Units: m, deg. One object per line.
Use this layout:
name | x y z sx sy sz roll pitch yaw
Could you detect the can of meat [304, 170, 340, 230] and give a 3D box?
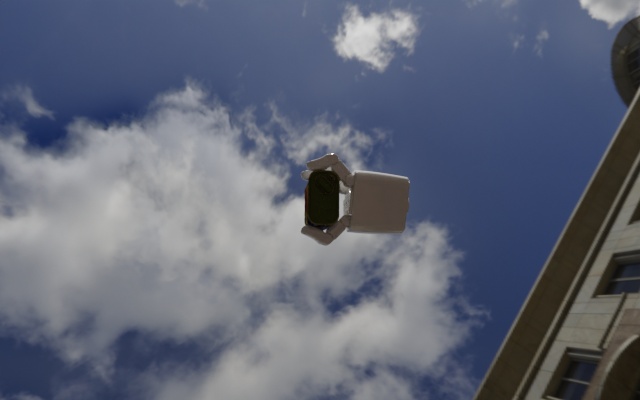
can of meat | 0.000 0.003 0.898 0.057 0.102 0.084 3 -13 -8
